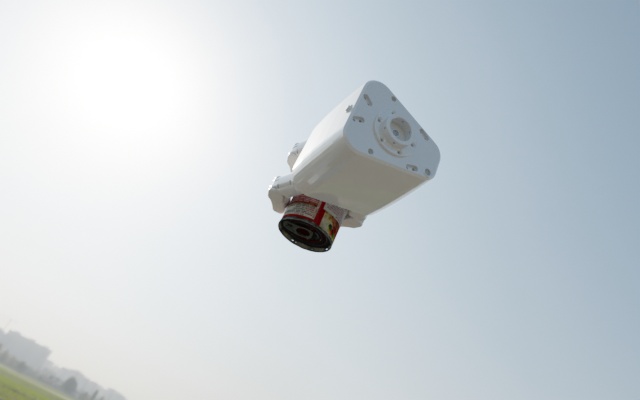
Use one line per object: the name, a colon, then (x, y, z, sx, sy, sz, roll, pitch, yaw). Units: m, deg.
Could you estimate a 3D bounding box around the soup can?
soup can: (0.000, 0.002, 0.576, 0.068, 0.102, 0.068, 18, -31, 12)
